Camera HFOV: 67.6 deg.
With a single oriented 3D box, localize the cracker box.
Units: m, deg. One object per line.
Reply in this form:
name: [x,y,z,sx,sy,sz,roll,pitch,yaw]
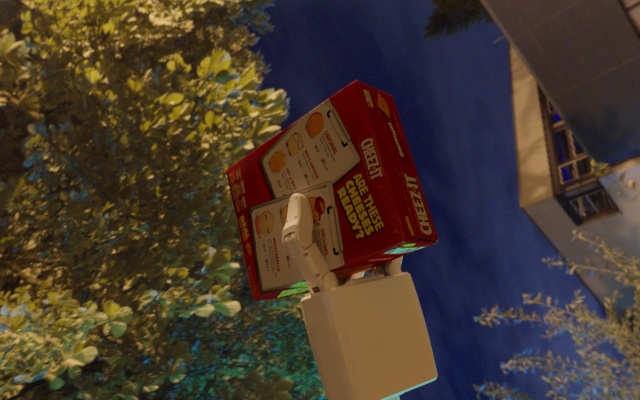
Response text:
cracker box: [0.000,0.002,0.512,0.214,0.164,0.072,-27,-20,37]
